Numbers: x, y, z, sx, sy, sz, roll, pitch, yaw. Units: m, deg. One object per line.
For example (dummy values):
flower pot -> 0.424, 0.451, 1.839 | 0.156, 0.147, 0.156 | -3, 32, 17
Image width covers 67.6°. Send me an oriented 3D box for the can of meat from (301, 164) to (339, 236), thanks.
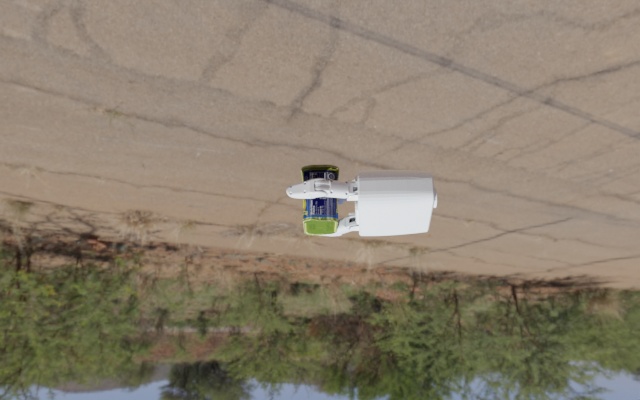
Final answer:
can of meat -> 0.000, 0.003, 0.728 | 0.057, 0.084, 0.102 | -1, -17, 0
